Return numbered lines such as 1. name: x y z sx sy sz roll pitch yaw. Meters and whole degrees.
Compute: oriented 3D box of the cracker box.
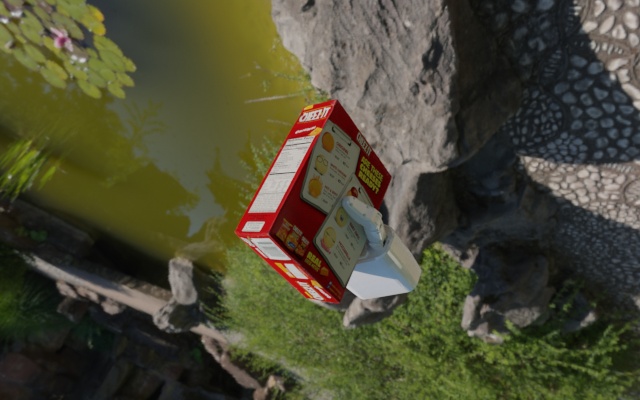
1. cracker box: 0.000 0.002 0.636 0.072 0.213 0.164 -1 -37 40
